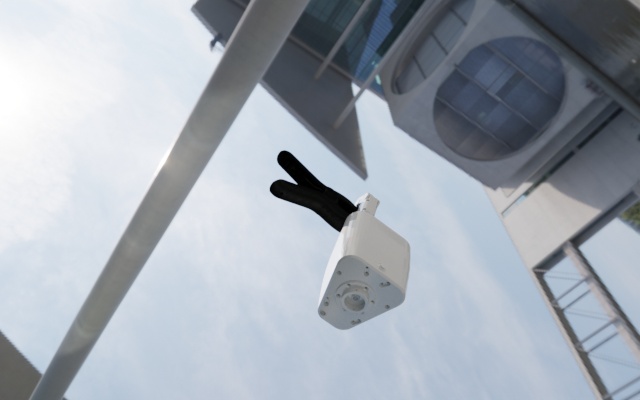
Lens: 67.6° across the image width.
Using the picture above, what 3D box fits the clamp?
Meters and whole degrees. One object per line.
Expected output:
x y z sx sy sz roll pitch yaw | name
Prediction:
0.000 0.003 0.655 0.171 0.039 0.120 36 28 -7 | clamp
